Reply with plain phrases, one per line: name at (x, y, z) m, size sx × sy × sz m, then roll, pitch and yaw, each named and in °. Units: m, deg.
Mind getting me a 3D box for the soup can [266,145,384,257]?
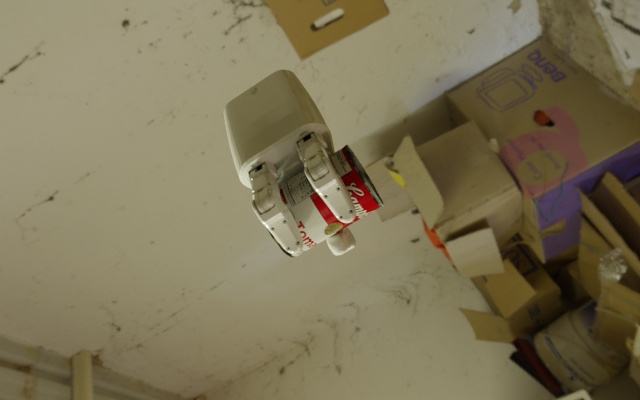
soup can at (0.000, 0.002, 0.458) m, size 0.102 × 0.068 × 0.068 m, roll -31°, pitch -5°, yaw 8°
